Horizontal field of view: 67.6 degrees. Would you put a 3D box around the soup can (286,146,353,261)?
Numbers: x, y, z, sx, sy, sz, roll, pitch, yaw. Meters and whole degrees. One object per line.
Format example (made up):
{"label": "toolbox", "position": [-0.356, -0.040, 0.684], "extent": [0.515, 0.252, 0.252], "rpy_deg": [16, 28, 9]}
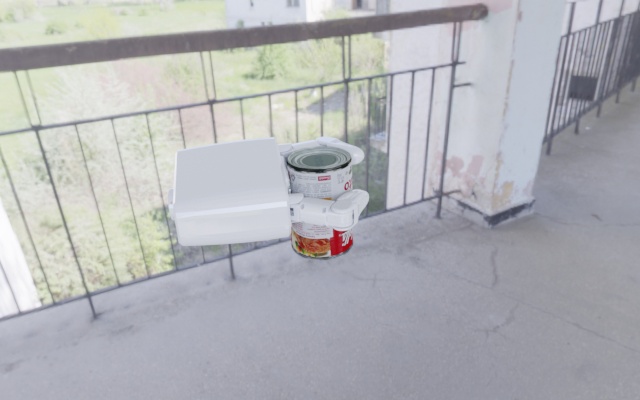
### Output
{"label": "soup can", "position": [0.001, 0.001, 0.500], "extent": [0.068, 0.102, 0.068], "rpy_deg": [-2, 26, 1]}
